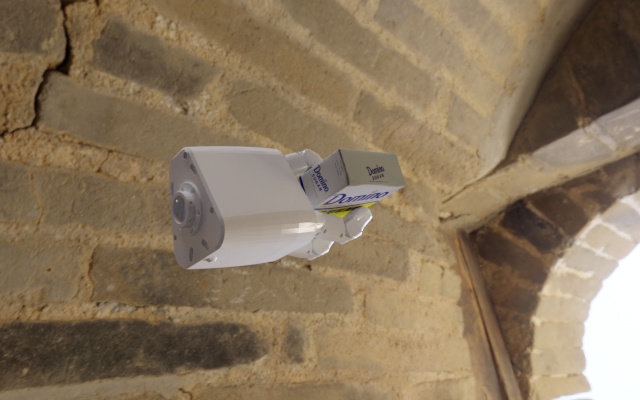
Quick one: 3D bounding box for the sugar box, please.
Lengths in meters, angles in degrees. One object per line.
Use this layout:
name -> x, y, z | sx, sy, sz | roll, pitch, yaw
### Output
sugar box -> 0.000, 0.002, 0.540 | 0.093, 0.048, 0.176 | -1, -20, -43
